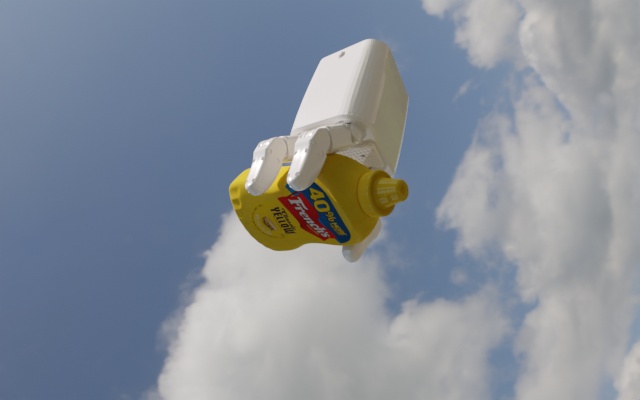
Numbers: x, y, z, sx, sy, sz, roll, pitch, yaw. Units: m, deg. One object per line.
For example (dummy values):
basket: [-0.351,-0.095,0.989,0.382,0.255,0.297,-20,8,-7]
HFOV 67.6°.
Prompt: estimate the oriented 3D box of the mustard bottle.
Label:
mustard bottle: [0.000,0.002,0.460,0.191,0.096,0.058,-9,30,43]
